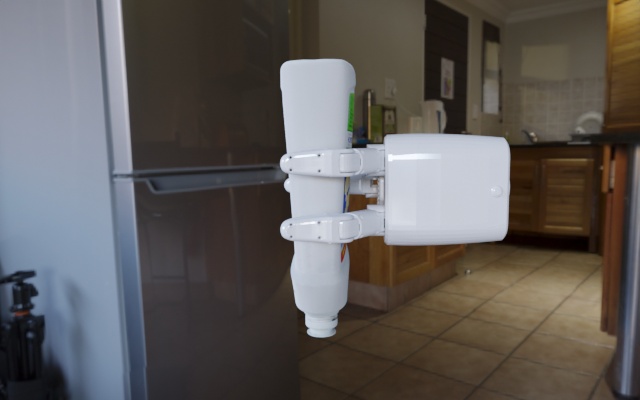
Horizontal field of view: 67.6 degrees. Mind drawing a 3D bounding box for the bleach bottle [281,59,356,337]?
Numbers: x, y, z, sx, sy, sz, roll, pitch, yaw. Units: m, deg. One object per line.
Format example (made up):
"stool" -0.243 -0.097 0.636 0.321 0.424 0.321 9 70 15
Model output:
"bleach bottle" 0.000 0.001 0.455 0.068 0.251 0.102 0 7 5
